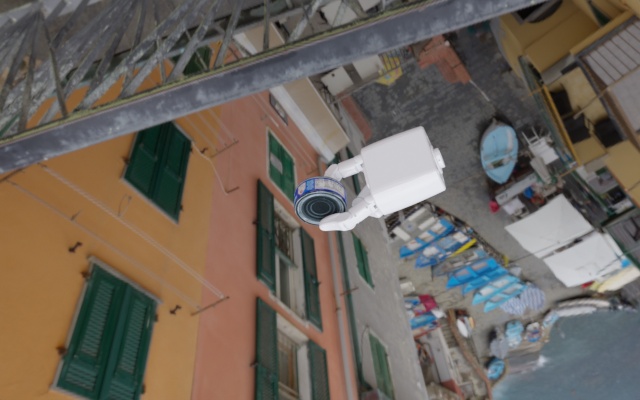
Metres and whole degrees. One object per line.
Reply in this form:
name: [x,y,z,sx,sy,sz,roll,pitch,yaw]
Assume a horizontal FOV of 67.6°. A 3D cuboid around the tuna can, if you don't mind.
tuna can: [0.000,0.003,0.770,0.086,0.033,0.086,0,-43,0]
